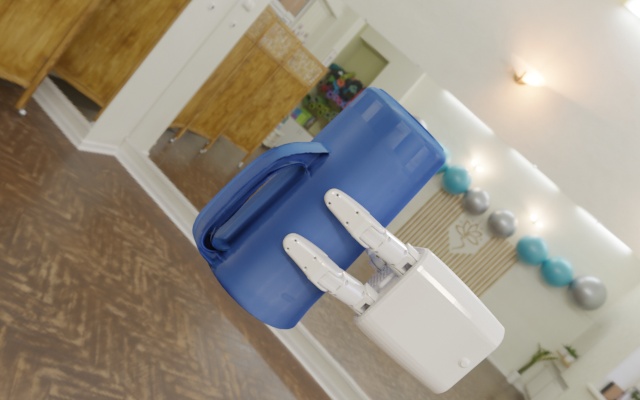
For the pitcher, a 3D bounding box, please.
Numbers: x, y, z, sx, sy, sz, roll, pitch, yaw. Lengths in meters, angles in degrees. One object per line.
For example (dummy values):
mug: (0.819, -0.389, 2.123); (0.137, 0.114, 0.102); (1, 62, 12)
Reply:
pitcher: (0.000, 0.002, 0.483); (0.145, 0.243, 0.149); (44, 10, 0)
